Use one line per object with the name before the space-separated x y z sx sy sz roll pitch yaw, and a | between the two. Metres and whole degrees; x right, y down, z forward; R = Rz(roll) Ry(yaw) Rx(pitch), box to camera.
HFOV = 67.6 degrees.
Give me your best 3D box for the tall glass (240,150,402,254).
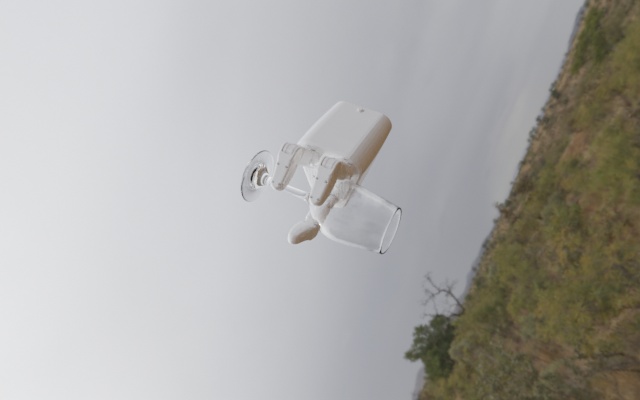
tall glass | -0.001 0.002 0.615 0.201 0.079 0.079 23 8 21
